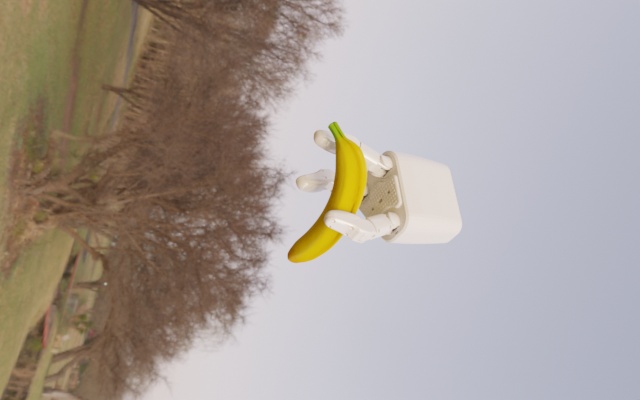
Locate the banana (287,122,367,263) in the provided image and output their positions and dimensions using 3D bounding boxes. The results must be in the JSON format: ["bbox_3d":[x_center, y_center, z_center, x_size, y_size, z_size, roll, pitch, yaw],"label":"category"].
[{"bbox_3d":[0.013,0.008,0.584,0.037,0.198,0.069,-5,33,-45],"label":"banana"}]
